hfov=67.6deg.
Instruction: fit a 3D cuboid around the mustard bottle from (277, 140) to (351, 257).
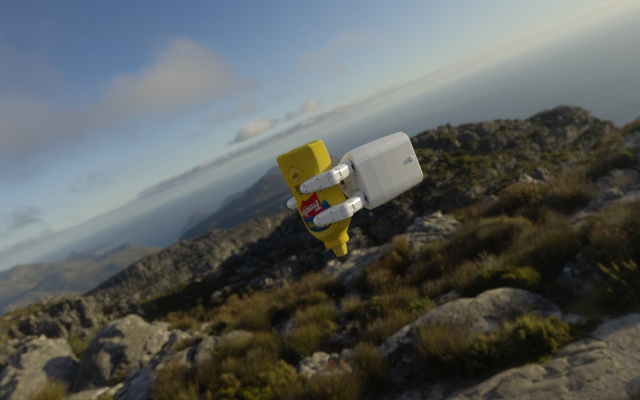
[{"bbox_3d":[0.000,0.002,0.780,0.058,0.191,0.096,-30,11,-41],"label":"mustard bottle"}]
